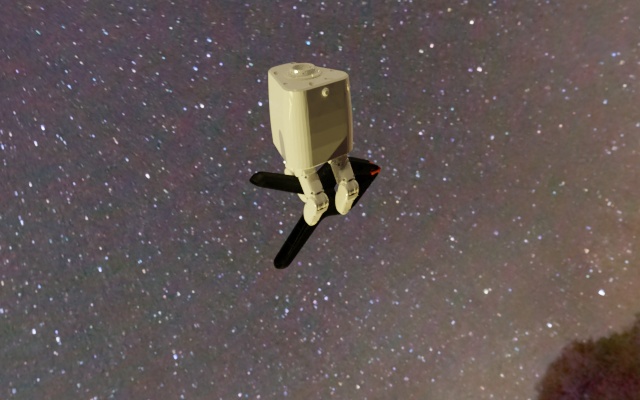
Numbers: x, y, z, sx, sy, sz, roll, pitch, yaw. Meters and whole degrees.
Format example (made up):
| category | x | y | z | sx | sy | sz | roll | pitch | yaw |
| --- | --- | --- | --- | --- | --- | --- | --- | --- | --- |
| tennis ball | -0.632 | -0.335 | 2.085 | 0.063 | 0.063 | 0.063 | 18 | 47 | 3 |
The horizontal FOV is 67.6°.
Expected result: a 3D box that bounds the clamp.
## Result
| category | x | y | z | sx | sy | sz | roll | pitch | yaw |
| --- | --- | --- | --- | --- | --- | --- | --- | --- | --- |
| clamp | 0.000 | 0.002 | 0.697 | 0.210 | 0.165 | 0.036 | -23 | 39 | -28 |
